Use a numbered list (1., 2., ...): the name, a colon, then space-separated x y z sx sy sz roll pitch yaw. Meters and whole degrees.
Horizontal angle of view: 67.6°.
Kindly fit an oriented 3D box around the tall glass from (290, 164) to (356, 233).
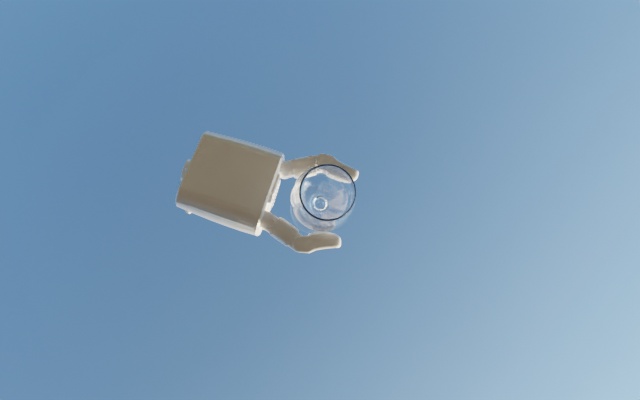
1. tall glass: 0.000 0.002 0.608 0.079 0.079 0.201 0 -6 -5
